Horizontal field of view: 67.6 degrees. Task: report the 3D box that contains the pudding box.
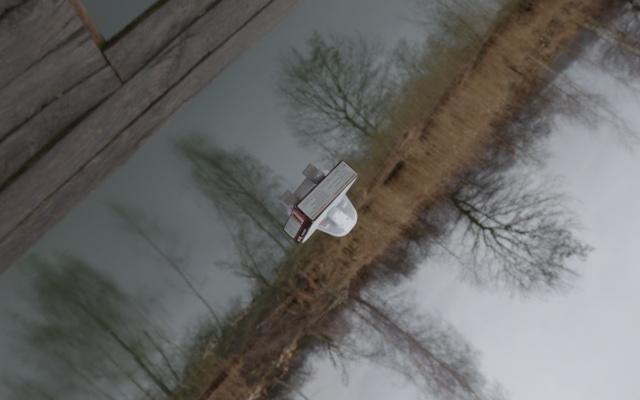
[{"bbox_3d":[0.000,0.002,0.707,0.039,0.113,0.090,39,-29,6],"label":"pudding box"}]
